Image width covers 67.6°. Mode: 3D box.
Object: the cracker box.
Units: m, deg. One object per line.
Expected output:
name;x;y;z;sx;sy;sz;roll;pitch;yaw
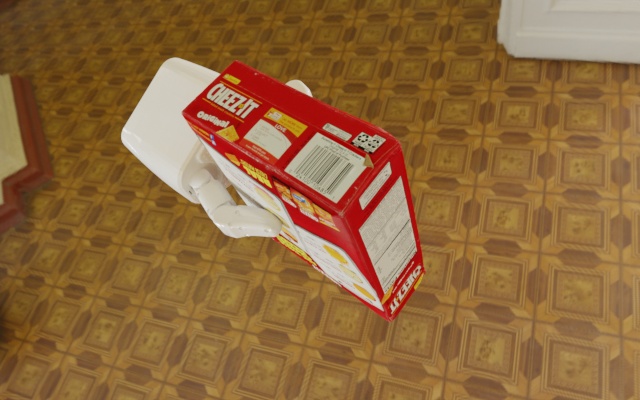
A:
cracker box;0.000;0.001;0.409;0.164;0.072;0.214;32;-17;30
